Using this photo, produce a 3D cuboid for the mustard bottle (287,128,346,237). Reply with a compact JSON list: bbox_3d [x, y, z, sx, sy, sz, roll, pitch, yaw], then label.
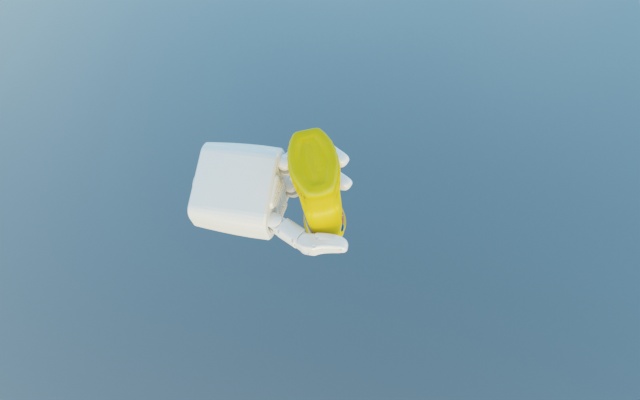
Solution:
[{"bbox_3d":[0.000,0.002,0.608,0.058,0.096,0.192,-13,-31,-2],"label":"mustard bottle"}]
